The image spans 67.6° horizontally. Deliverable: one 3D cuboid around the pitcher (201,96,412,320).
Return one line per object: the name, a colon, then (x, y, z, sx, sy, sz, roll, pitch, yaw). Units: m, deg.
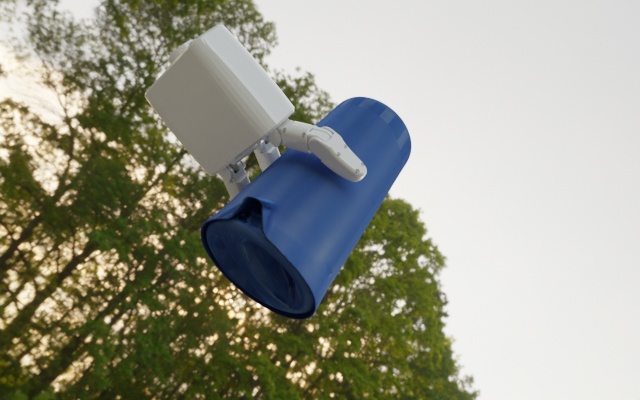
pitcher: (0.000, 0.002, 0.517, 0.149, 0.145, 0.242, -24, 21, 53)
